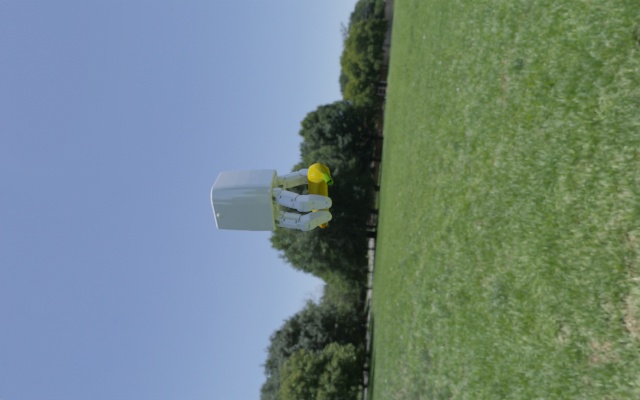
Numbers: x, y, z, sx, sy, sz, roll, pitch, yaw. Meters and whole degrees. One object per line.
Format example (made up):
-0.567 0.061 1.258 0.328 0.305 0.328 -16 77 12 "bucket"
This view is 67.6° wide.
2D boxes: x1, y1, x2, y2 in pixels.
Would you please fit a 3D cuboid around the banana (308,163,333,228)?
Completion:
-0.002 -0.015 0.867 0.037 0.069 0.198 -7 -24 -4 "banana"
